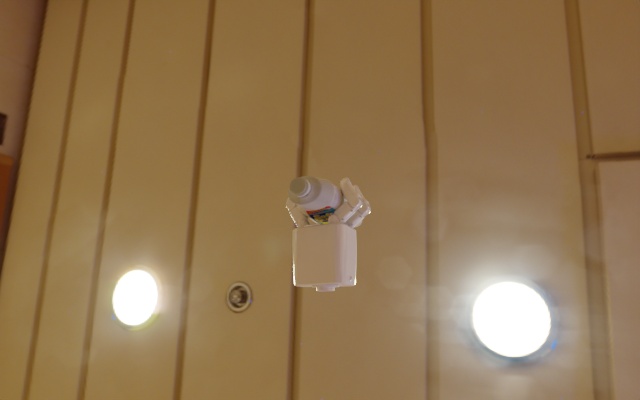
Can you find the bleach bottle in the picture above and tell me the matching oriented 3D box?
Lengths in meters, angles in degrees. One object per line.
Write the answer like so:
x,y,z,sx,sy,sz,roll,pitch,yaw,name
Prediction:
0.000,0.003,0.887,0.102,0.068,0.251,-5,-14,20,bleach bottle
